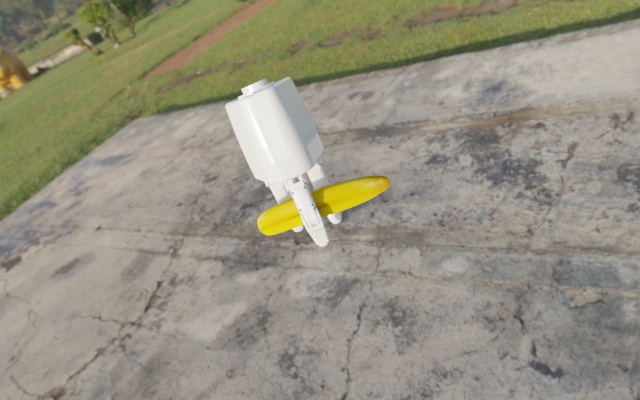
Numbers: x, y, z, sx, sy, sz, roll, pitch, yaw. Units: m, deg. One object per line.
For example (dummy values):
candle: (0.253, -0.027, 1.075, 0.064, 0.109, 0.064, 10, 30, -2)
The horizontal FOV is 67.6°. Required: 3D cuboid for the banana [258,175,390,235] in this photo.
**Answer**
banana: (-0.009, 0.006, 0.615, 0.198, 0.037, 0.069, -20, 3, 22)
